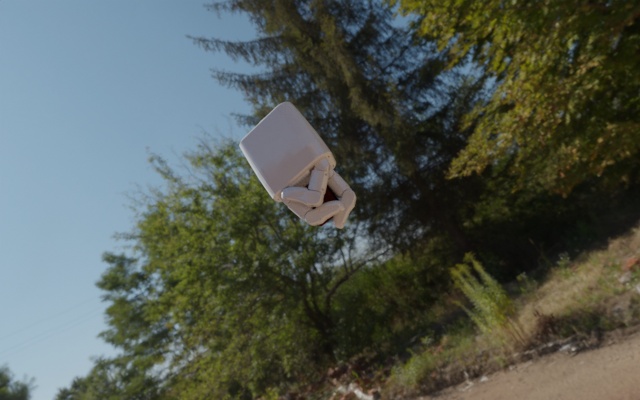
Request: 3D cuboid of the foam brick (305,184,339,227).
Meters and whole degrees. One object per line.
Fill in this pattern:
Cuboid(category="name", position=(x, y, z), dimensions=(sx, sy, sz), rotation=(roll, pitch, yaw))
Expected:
Cuboid(category="foam brick", position=(0.000, 0.003, 0.760), dimensions=(0.053, 0.051, 0.078), rotation=(-38, -13, 1))
